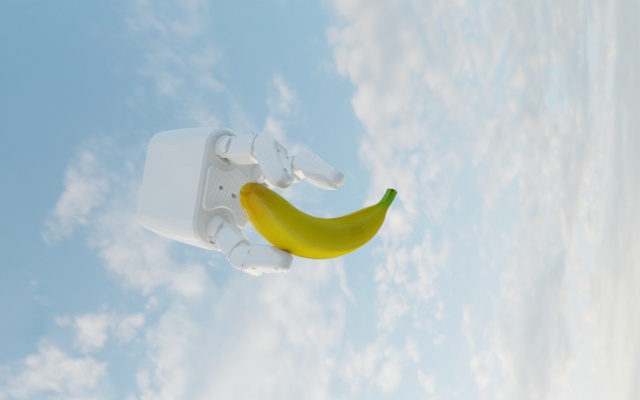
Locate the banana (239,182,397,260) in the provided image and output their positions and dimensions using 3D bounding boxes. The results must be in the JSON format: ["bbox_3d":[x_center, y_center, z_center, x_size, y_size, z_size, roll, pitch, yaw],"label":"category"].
[{"bbox_3d":[0.000,0.020,0.427,0.037,0.069,0.198,11,7,40],"label":"banana"}]
